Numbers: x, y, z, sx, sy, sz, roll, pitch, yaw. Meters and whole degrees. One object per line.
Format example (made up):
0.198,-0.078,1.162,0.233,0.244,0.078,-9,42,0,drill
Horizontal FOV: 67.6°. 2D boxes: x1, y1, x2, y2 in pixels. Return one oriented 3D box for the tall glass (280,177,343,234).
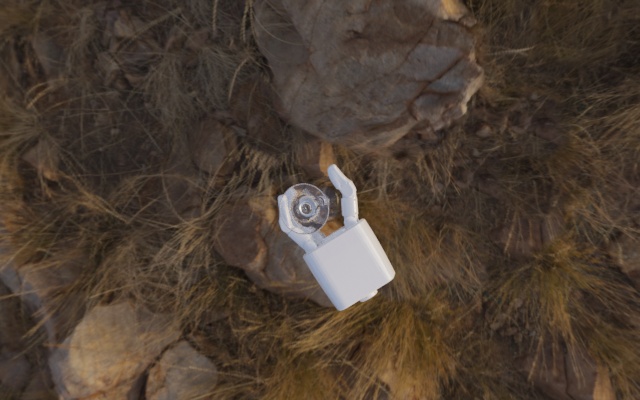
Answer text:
0.000,0.002,0.782,0.079,0.079,0.201,0,6,14,tall glass
